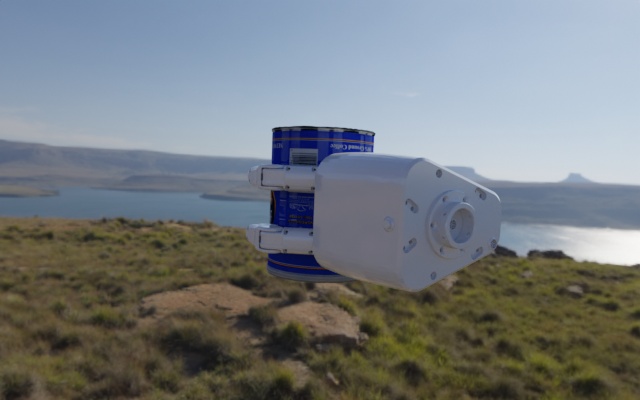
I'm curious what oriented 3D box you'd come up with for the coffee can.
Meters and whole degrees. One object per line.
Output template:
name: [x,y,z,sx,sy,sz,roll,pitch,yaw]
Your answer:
coffee can: [0.000,0.002,0.474,0.103,0.140,0.103,2,3,0]
